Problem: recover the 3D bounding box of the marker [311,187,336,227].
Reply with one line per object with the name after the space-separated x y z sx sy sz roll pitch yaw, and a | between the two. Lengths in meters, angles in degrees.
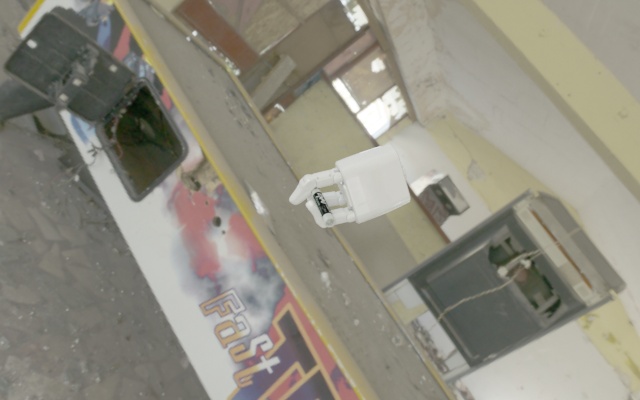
0.000 0.003 0.808 0.020 0.020 0.121 0 33 -18 | marker
